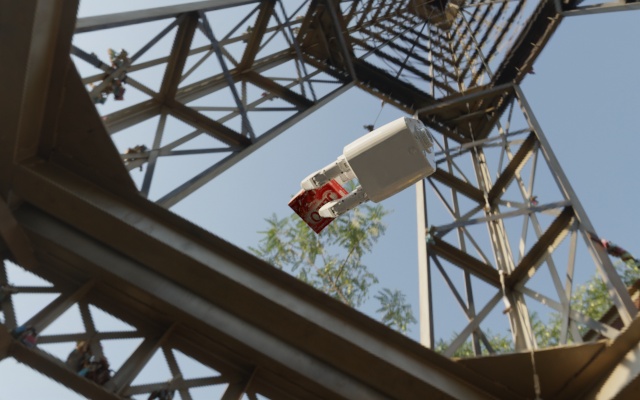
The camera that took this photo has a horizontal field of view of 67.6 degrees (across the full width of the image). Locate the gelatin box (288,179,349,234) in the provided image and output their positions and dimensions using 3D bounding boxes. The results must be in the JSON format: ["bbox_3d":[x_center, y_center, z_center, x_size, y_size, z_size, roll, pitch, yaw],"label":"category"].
[{"bbox_3d":[0.000,0.003,0.800,0.089,0.073,0.030,-42,6,31],"label":"gelatin box"}]
